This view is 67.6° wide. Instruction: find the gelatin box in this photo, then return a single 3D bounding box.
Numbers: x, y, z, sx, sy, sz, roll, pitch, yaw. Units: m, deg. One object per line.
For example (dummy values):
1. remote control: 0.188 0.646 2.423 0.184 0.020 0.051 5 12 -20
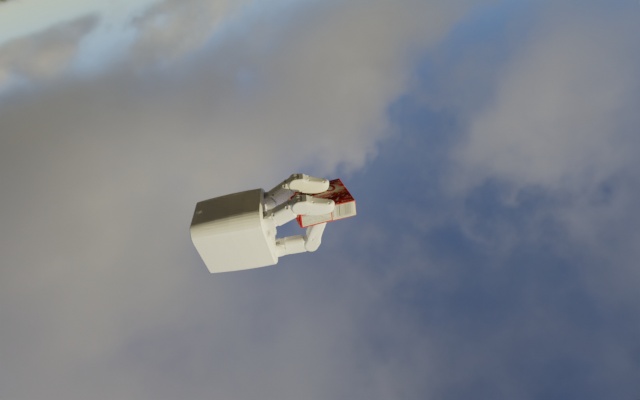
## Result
1. gelatin box: 0.000 0.003 0.721 0.089 0.030 0.073 -13 32 -12
